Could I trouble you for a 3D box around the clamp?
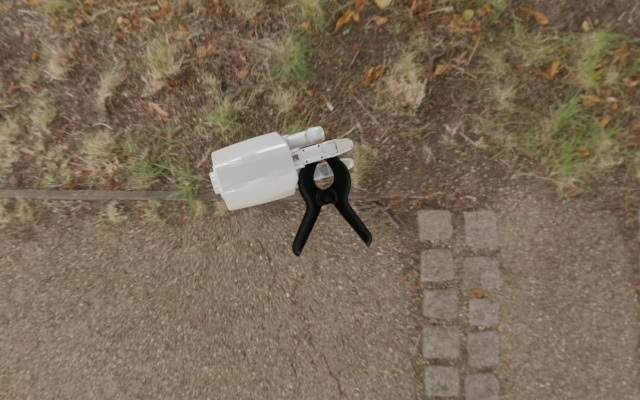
[{"bbox_3d":[0.000,0.002,0.709,0.120,0.171,0.039,-17,4,-9],"label":"clamp"}]
